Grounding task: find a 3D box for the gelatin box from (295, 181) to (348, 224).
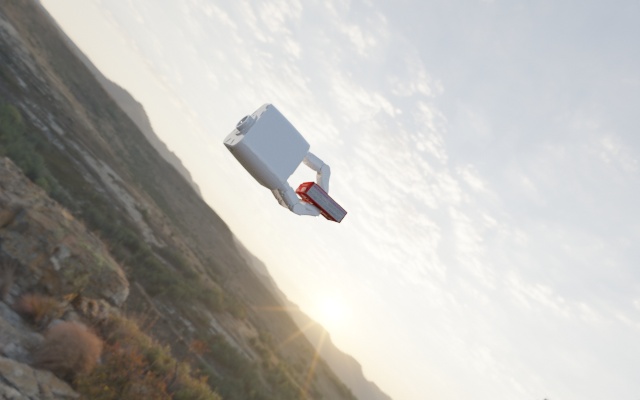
[{"bbox_3d":[0.001,0.003,0.877,0.089,0.030,0.073,41,-9,-14],"label":"gelatin box"}]
